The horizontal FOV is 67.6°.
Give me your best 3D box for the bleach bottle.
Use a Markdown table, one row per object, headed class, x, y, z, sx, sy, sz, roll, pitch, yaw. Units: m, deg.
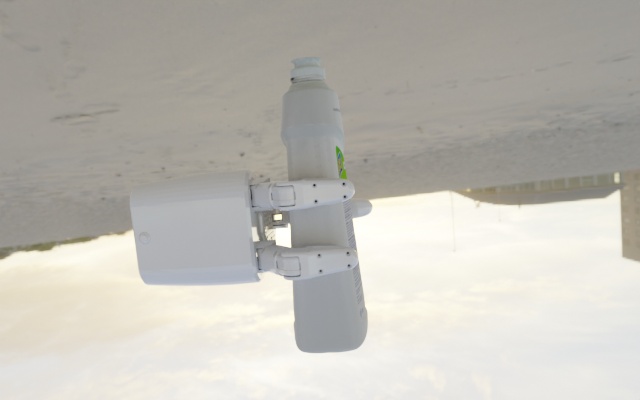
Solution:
| class | x | y | z | sx | sy | sz | roll | pitch | yaw |
| --- | --- | --- | --- | --- | --- | --- | --- | --- | --- |
| bleach bottle | 0.000 | 0.001 | 0.436 | 0.068 | 0.251 | 0.102 | -5 | 5 | 6 |
